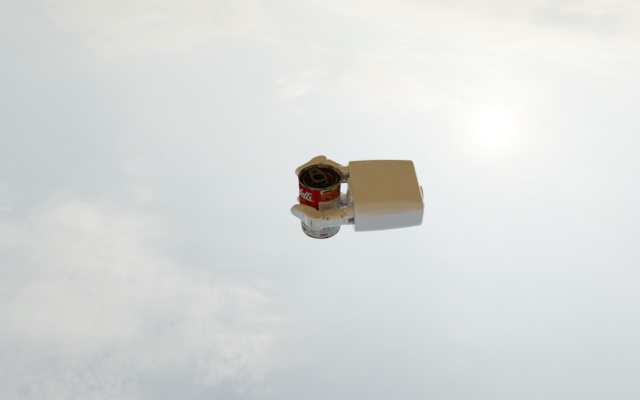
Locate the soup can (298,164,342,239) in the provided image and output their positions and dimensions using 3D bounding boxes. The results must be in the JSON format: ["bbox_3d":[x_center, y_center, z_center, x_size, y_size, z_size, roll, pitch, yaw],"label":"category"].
[{"bbox_3d":[0.000,0.003,0.761,0.068,0.102,0.068,-1,37,1],"label":"soup can"}]
